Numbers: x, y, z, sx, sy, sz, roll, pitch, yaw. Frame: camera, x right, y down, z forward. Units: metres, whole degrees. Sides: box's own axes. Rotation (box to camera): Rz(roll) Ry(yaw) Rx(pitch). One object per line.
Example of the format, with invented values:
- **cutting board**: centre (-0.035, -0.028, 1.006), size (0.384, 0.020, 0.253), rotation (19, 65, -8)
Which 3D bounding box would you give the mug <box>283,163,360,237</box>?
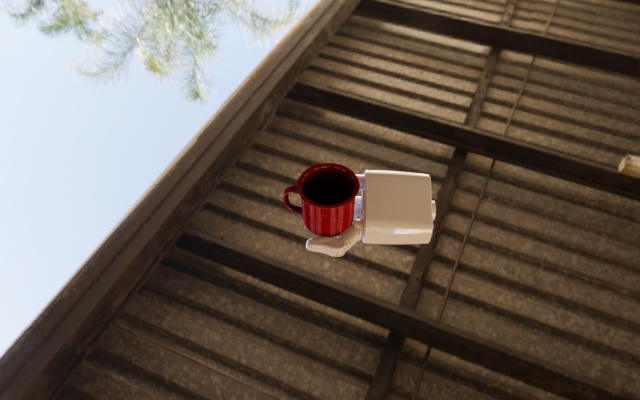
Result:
- **mug**: centre (-0.001, 0.003, 0.735), size (0.117, 0.093, 0.082), rotation (3, -41, 3)
